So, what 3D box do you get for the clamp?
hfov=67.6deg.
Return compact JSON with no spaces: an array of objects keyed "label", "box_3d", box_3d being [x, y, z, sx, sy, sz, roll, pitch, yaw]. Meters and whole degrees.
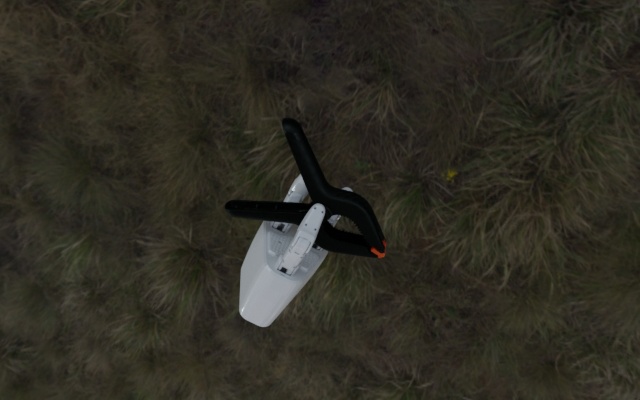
[{"label":"clamp","box_3d":[0.000,0.003,0.594,0.210,0.165,0.036,28,36,-7]}]
